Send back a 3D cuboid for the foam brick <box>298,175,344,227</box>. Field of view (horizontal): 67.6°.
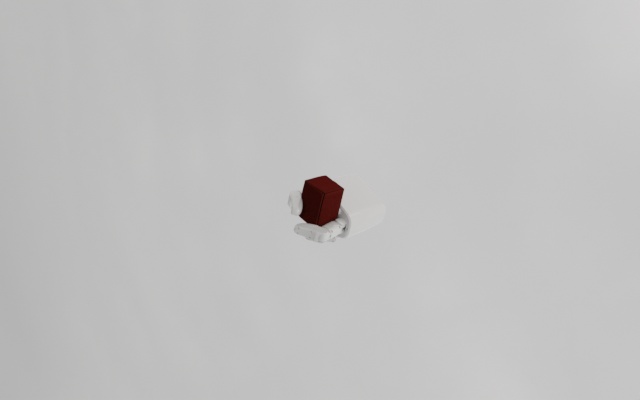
[{"bbox_3d":[0.000,0.003,0.847,0.051,0.078,0.053,-17,42,-39],"label":"foam brick"}]
